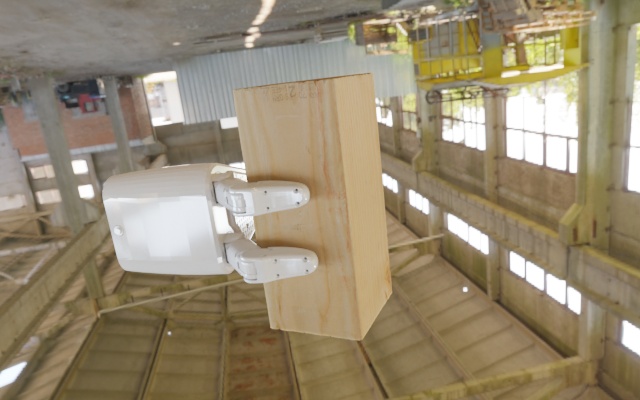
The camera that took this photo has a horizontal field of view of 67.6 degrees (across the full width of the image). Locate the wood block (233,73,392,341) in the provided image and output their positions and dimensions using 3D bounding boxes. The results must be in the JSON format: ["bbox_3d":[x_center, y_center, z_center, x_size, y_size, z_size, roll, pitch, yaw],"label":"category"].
[{"bbox_3d":[0.000,0.001,0.413,0.090,0.206,0.090,0,17,25],"label":"wood block"}]
